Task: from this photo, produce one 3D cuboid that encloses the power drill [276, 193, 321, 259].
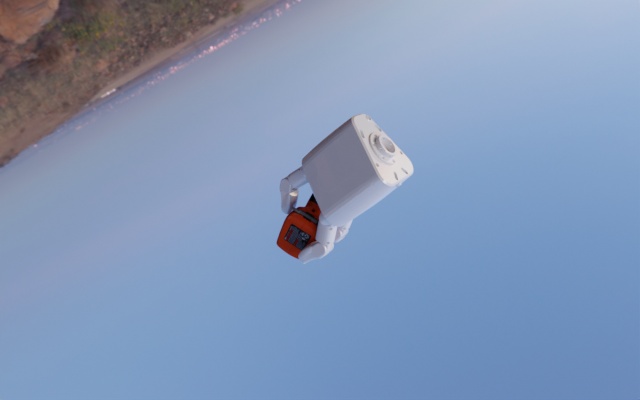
[{"bbox_3d":[0.000,0.003,0.770,0.057,0.187,0.184,30,-35,3],"label":"power drill"}]
